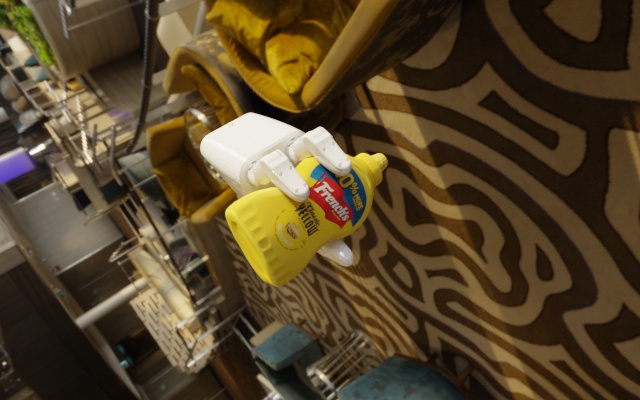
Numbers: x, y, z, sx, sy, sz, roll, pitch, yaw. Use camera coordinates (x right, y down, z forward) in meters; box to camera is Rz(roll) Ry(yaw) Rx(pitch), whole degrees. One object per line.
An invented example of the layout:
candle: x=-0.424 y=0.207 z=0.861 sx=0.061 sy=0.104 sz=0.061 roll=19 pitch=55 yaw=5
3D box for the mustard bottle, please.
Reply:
mustard bottle: x=0.000 y=0.002 z=0.517 sx=0.191 sy=0.096 sz=0.058 roll=-34 pitch=16 yaw=-24
